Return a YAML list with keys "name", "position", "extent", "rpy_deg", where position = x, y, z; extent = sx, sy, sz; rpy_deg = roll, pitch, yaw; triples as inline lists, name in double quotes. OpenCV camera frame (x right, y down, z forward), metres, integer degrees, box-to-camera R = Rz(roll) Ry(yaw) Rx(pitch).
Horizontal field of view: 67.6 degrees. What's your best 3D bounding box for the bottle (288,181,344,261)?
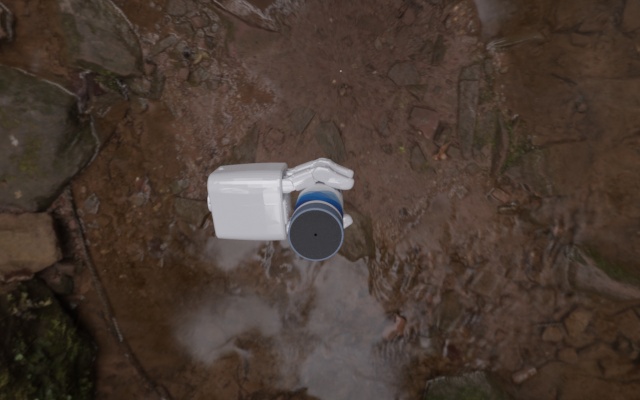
- name: "bottle"
  position: [0.000, 0.002, 0.702]
  extent: [0.069, 0.069, 0.295]
  rpy_deg: [0, 15, 2]
